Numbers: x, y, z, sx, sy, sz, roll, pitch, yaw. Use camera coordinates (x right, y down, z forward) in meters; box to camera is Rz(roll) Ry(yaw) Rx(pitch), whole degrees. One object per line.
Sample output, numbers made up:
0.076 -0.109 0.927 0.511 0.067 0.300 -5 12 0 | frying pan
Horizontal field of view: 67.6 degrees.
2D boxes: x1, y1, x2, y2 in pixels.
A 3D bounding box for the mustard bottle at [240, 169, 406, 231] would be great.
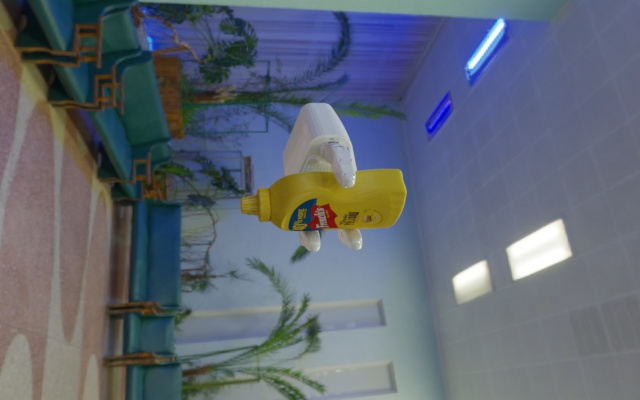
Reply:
0.000 0.002 0.579 0.191 0.058 0.096 -2 -29 -11 | mustard bottle
